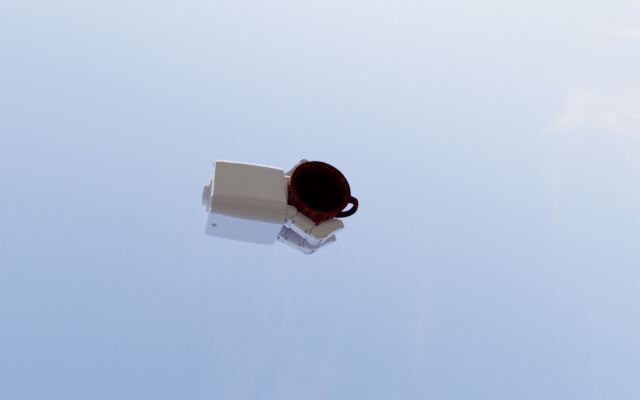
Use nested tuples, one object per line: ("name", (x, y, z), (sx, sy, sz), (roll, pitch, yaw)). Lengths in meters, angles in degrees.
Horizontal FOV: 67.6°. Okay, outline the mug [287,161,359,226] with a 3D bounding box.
("mug", (0.001, 0.003, 0.728), (0.117, 0.093, 0.081), (10, -33, -16))
